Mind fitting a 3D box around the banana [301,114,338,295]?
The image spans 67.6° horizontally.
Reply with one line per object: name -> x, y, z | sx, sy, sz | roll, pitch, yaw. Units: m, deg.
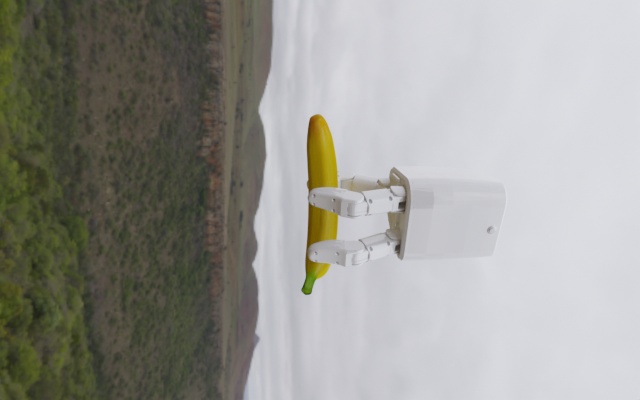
banana -> 0.002, 0.003, 0.545 | 0.037, 0.198, 0.069 | 2, 6, 5
